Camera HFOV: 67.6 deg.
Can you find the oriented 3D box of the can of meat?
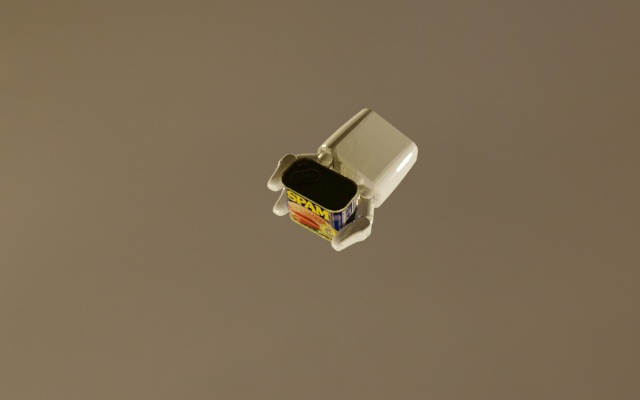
[{"bbox_3d":[0.000,0.002,0.652,0.102,0.057,0.084,28,-30,22],"label":"can of meat"}]
